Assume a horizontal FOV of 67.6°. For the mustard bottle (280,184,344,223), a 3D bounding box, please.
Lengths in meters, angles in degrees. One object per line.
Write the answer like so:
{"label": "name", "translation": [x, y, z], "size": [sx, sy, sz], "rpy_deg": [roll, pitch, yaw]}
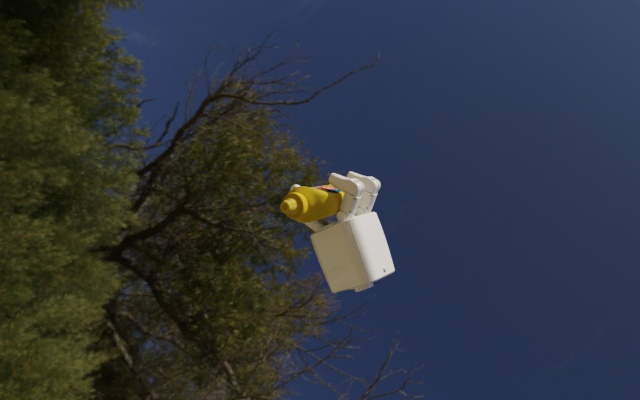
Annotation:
{"label": "mustard bottle", "translation": [0.000, 0.002, 0.793], "size": [0.096, 0.058, 0.191], "rpy_deg": [5, 8, 34]}
